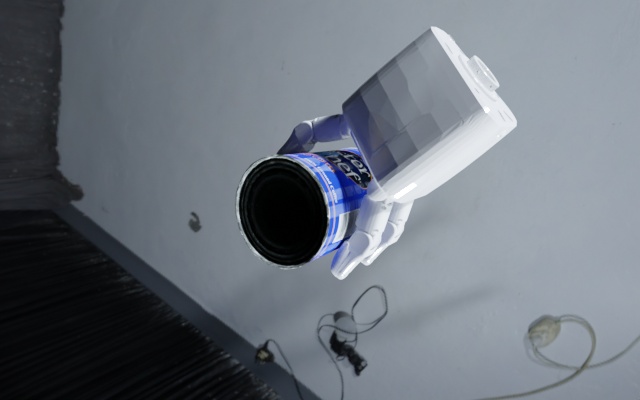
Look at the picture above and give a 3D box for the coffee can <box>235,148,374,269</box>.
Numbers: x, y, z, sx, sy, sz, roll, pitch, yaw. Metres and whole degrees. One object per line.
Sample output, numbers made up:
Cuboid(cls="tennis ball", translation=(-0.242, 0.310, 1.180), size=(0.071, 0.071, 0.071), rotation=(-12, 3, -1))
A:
Cuboid(cls="coffee can", translation=(0.000, 0.002, 0.478), size=(0.103, 0.103, 0.140), rotation=(0, 8, 32))
